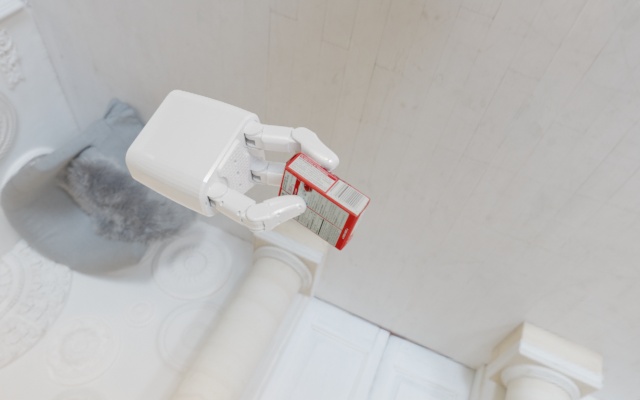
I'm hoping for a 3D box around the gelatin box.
[{"bbox_3d":[0.000,0.002,0.488,0.089,0.030,0.073,35,-33,11],"label":"gelatin box"}]
